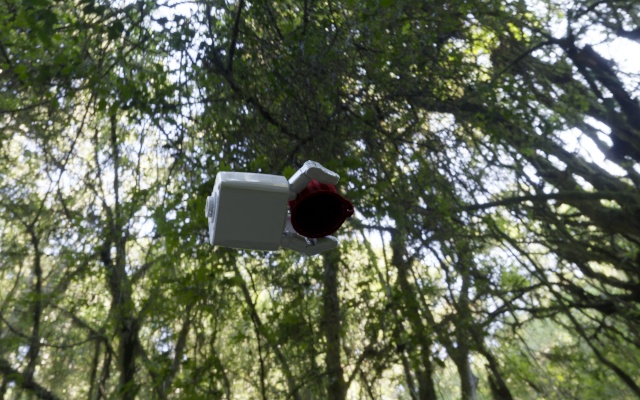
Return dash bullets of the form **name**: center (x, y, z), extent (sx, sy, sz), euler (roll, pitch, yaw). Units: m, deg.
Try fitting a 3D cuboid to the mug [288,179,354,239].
- **mug**: center (0.001, 0.003, 0.787), extent (0.117, 0.093, 0.081), euler (6, 32, -21)
